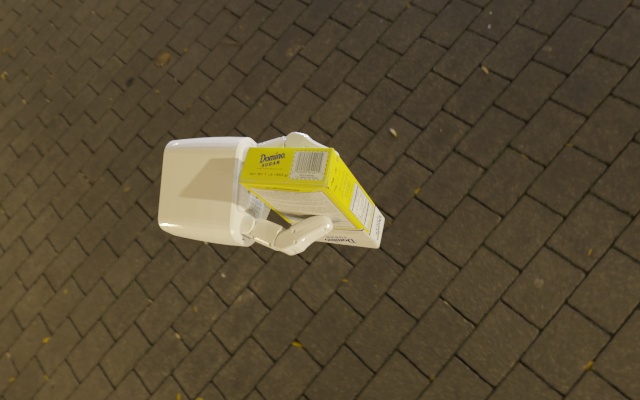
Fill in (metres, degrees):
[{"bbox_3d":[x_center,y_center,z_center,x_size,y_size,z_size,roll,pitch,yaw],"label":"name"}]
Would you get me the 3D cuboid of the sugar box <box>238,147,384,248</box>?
[{"bbox_3d":[0.000,0.001,0.508,0.093,0.048,0.176,5,-18,25],"label":"sugar box"}]
